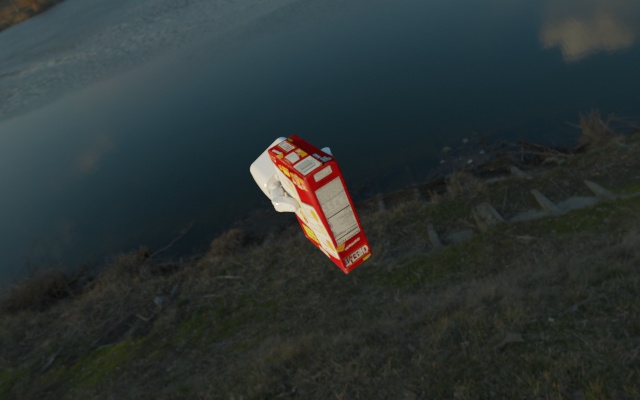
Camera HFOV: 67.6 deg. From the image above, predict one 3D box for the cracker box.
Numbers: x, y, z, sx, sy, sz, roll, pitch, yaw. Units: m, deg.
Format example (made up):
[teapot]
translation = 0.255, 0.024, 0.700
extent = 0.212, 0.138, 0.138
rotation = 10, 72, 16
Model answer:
[cracker box]
translation = 0.000, 0.003, 0.861
extent = 0.072, 0.214, 0.164
rotation = -32, 33, -14
